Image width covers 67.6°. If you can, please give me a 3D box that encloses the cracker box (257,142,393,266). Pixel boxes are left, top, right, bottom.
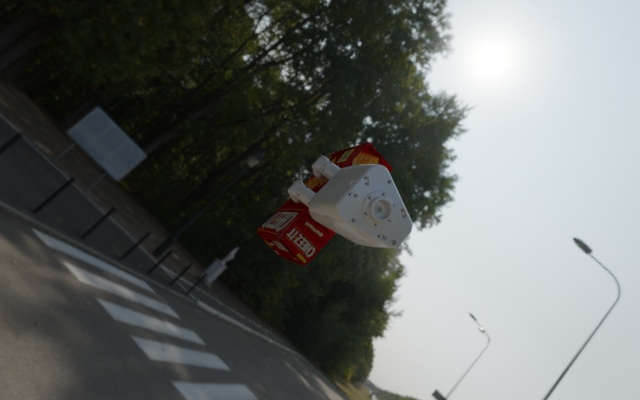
[{"bbox_3d":[0.000,0.003,0.809,0.213,0.072,0.164,-46,13,-14],"label":"cracker box"}]
